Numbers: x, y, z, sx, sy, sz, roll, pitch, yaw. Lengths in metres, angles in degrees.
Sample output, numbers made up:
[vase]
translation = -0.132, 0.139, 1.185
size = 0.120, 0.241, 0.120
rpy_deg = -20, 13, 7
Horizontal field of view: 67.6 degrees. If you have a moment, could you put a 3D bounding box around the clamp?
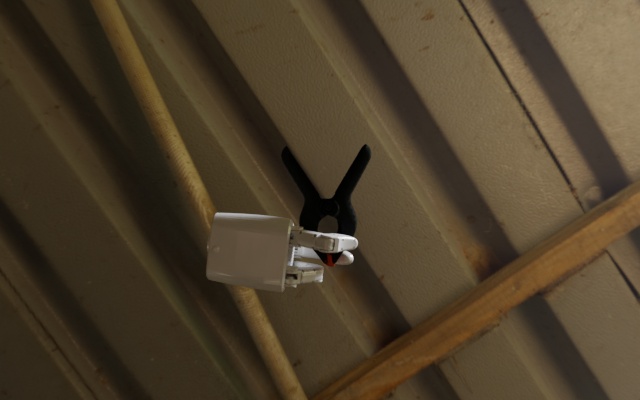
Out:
[clamp]
translation = 0.000, 0.002, 0.651
size = 0.120, 0.171, 0.039
rpy_deg = 7, 4, 1
